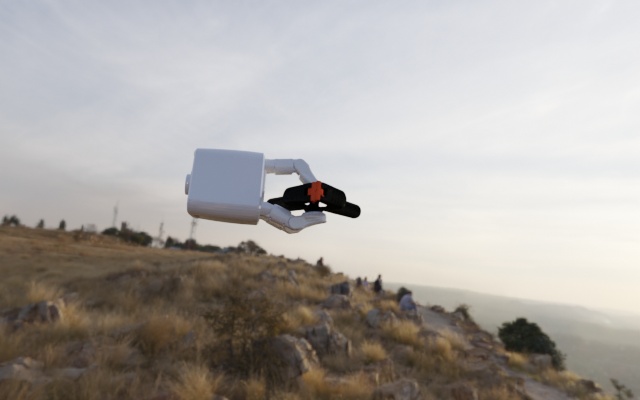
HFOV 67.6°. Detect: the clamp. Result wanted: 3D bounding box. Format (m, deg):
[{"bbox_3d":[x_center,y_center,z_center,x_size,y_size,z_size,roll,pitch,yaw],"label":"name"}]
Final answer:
[{"bbox_3d":[0.000,0.002,0.743,0.164,0.036,0.210,4,-8,-8],"label":"clamp"}]
